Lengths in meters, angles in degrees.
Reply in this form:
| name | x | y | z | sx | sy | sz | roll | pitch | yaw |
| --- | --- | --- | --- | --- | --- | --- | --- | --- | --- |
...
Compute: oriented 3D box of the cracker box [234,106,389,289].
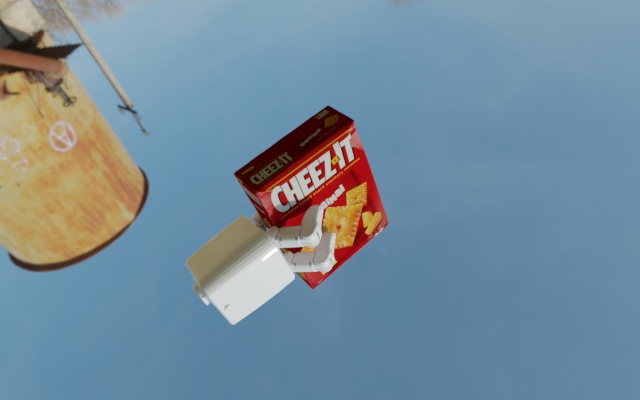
| name | x | y | z | sx | sy | sz | roll | pitch | yaw |
| --- | --- | --- | --- | --- | --- | --- | --- | --- | --- |
| cracker box | 0.000 | 0.002 | 0.684 | 0.164 | 0.214 | 0.072 | -38 | 44 | -14 |
